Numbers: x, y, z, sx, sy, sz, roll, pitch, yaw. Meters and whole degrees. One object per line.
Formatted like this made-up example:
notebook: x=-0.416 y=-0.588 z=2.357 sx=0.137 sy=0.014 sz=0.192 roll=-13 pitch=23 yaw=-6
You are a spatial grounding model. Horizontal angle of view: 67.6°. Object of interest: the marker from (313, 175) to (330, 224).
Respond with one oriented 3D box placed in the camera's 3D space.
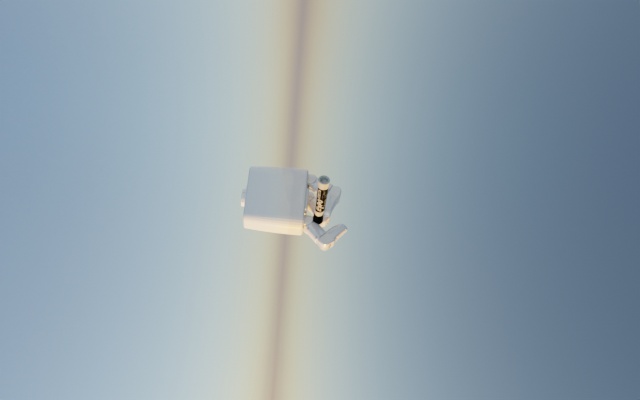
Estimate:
marker: x=0.000 y=0.003 z=0.793 sx=0.020 sy=0.020 sz=0.121 roll=0 pitch=-35 yaw=-6
